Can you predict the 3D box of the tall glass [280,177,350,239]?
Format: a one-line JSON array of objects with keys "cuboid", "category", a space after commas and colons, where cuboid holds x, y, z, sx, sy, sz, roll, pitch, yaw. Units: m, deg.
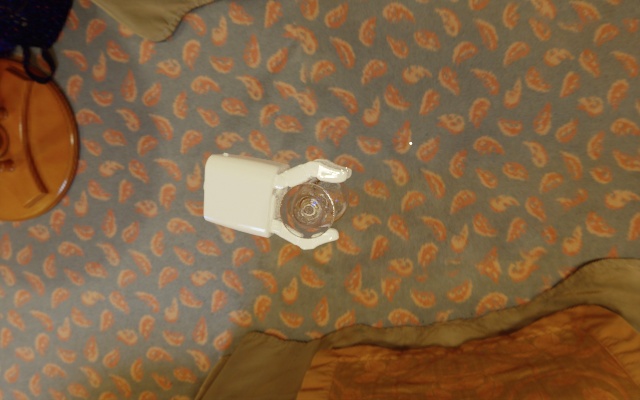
[{"cuboid": [0.000, 0.003, 0.721, 0.079, 0.079, 0.201, 0, 7, 11], "category": "tall glass"}]
